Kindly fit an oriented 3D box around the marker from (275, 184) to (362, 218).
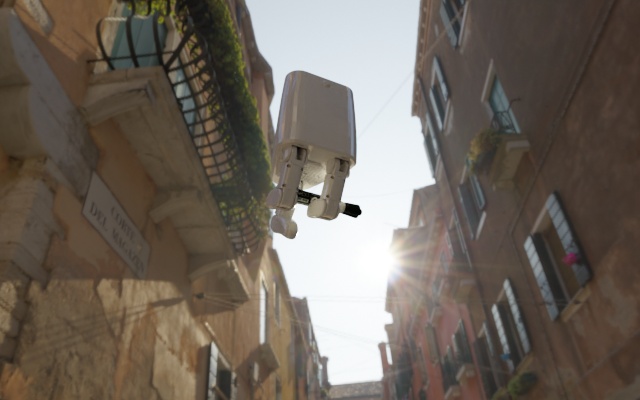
[{"bbox_3d":[0.000,0.002,0.603,0.121,0.020,0.020,15,-6,-25],"label":"marker"}]
